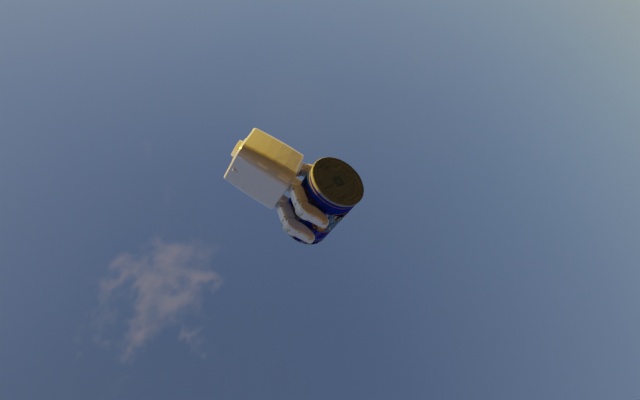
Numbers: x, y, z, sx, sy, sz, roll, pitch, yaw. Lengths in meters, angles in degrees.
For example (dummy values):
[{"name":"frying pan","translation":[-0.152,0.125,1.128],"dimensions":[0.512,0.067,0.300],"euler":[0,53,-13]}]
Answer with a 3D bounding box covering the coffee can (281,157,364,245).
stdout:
[{"name":"coffee can","translation":[0.000,0.003,0.874],"dimensions":[0.103,0.102,0.140],"euler":[0,-33,-33]}]
